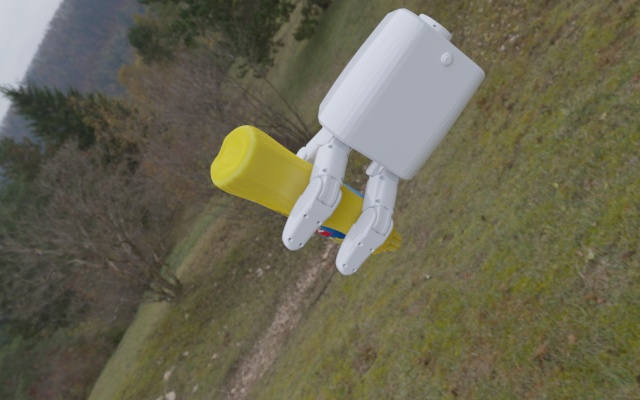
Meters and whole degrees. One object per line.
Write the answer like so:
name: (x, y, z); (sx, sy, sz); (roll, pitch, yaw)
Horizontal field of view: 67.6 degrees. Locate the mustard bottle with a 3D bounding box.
mustard bottle: (0.000, 0.002, 0.435); (0.192, 0.058, 0.096); (28, -7, -26)
